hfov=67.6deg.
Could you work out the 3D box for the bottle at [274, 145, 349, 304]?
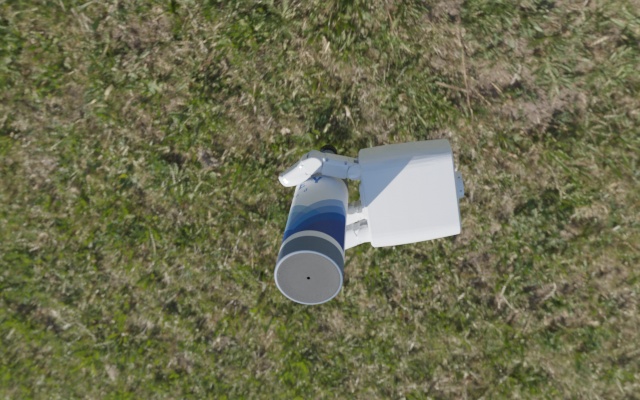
[{"bbox_3d":[0.000,0.002,0.583,0.069,0.069,0.295,0,30,5],"label":"bottle"}]
